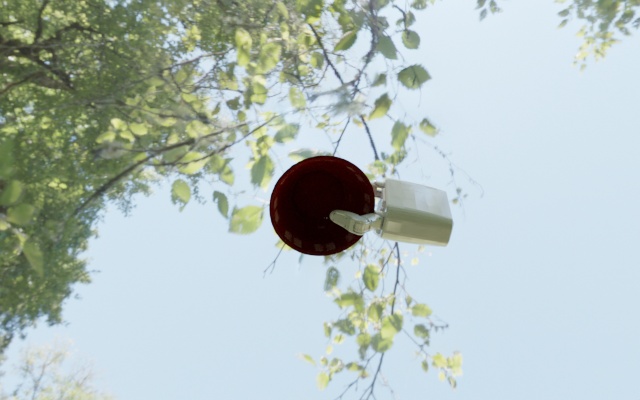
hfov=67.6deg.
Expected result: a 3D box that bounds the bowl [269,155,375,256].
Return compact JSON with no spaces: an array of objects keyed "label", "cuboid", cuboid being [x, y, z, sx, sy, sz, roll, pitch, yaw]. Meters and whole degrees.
[{"label":"bowl","cuboid":[-0.001,0.002,0.738,0.162,0.162,0.055,0,20,-9]}]
